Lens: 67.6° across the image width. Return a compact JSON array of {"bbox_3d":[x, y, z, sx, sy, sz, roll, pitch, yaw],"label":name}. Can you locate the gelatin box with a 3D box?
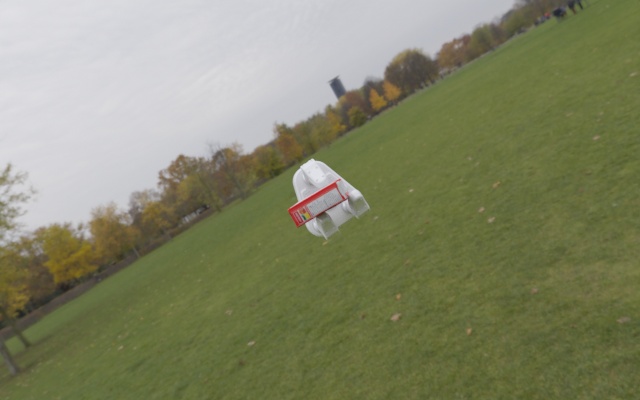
[{"bbox_3d":[0.000,0.002,0.645,0.073,0.030,0.089,-30,1,8],"label":"gelatin box"}]
